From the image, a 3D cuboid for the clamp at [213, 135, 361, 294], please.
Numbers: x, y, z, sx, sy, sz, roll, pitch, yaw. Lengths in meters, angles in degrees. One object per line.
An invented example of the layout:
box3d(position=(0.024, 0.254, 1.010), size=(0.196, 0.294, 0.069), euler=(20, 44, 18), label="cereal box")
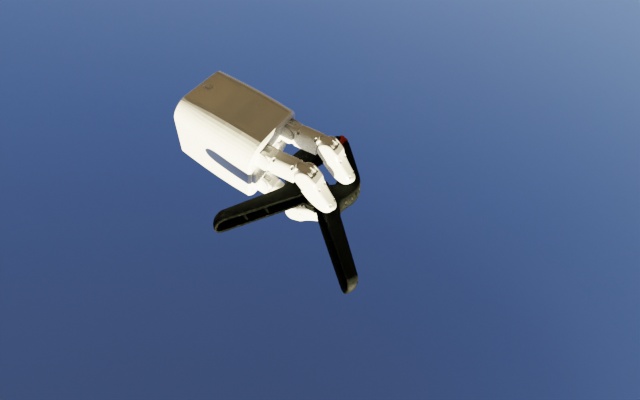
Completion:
box3d(position=(0.000, 0.002, 0.557), size=(0.164, 0.210, 0.036), euler=(31, -40, 5), label="clamp")
